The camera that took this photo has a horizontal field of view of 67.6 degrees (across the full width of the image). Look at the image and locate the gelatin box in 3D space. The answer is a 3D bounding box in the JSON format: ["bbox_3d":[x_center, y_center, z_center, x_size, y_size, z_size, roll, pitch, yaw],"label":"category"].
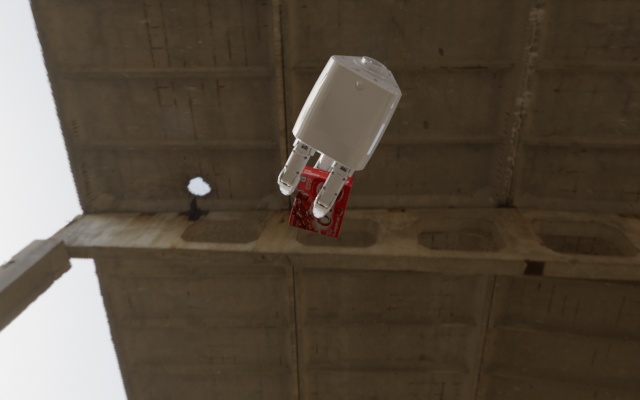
[{"bbox_3d":[0.000,0.002,0.661,0.073,0.089,0.030,15,31,2],"label":"gelatin box"}]
